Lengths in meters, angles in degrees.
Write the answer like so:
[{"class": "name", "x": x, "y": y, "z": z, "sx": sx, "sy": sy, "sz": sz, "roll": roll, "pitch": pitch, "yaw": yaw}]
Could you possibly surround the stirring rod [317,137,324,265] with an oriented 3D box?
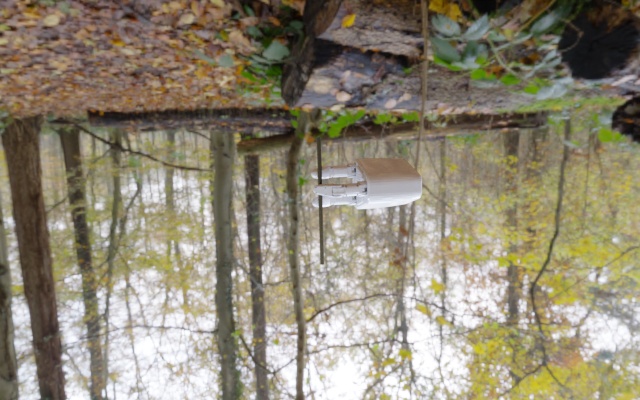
[{"class": "stirring rod", "x": 0.000, "y": 0.003, "z": 0.892, "sx": 0.011, "sy": 0.239, "sz": 0.011, "roll": -2, "pitch": 9, "yaw": 0}]
